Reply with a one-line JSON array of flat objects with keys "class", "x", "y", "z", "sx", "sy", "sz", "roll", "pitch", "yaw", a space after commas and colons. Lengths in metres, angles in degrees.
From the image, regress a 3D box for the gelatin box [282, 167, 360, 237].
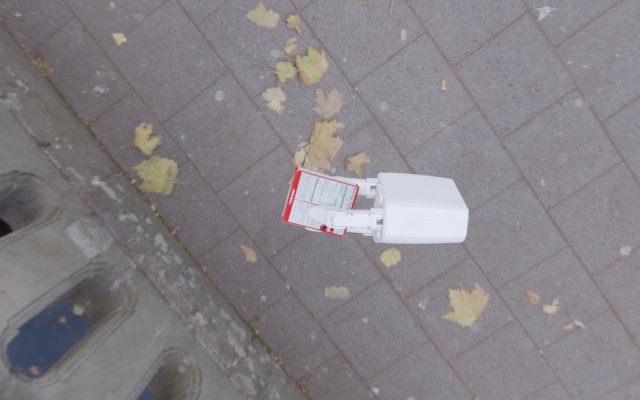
[{"class": "gelatin box", "x": 0.000, "y": 0.002, "z": 0.641, "sx": 0.089, "sy": 0.073, "sz": 0.030, "roll": 15, "pitch": 11, "yaw": -7}]
